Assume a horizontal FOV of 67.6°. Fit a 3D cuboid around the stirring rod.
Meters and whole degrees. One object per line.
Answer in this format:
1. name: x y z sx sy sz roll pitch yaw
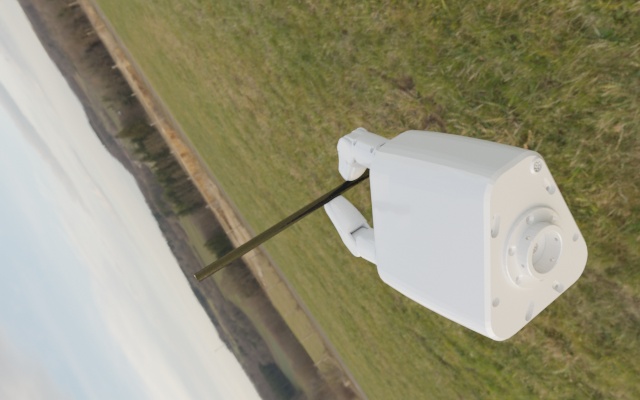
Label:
1. stirring rod: 0.000 0.001 0.411 0.239 0.011 0.011 -32 11 -19
